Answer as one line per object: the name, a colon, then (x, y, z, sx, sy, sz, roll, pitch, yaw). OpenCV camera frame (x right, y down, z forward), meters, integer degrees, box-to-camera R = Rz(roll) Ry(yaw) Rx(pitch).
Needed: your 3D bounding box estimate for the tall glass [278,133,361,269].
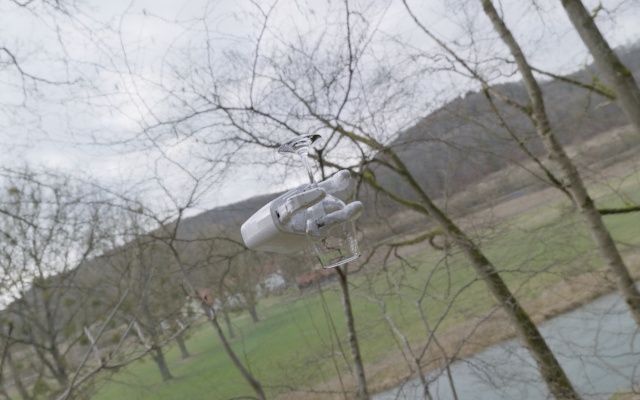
tall glass: (0.000, 0.002, 0.742, 0.079, 0.201, 0.079, -19, -11, -4)
